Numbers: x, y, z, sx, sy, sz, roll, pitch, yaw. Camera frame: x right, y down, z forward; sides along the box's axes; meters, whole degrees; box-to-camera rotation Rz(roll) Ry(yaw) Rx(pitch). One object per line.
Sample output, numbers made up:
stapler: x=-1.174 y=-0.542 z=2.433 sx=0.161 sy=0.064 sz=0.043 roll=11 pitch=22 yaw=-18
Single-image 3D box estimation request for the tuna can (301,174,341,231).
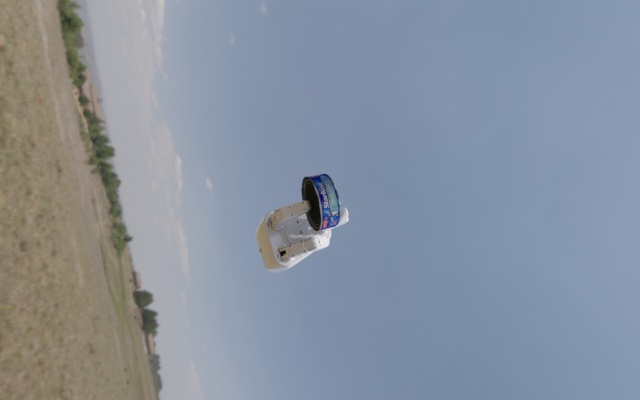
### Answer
tuna can: x=0.001 y=0.002 z=0.733 sx=0.034 sy=0.086 sz=0.086 roll=-12 pitch=4 yaw=-18
